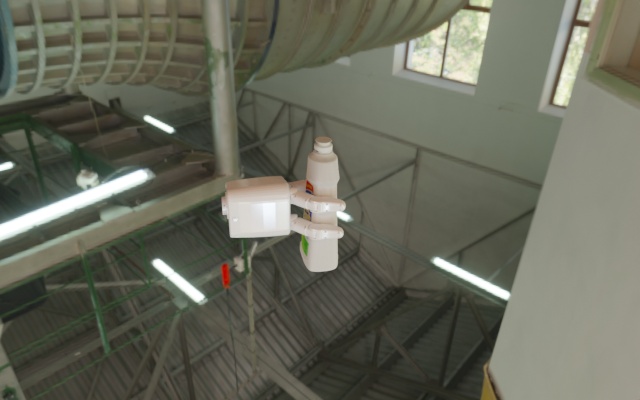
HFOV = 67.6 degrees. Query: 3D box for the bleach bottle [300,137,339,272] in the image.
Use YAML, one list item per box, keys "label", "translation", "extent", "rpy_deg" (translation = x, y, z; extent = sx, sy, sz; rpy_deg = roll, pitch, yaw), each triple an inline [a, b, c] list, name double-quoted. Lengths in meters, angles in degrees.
- label: "bleach bottle"
  translation: [0.000, 0.003, 0.870]
  extent: [0.068, 0.251, 0.102]
  rpy_deg: [-5, 30, -11]
